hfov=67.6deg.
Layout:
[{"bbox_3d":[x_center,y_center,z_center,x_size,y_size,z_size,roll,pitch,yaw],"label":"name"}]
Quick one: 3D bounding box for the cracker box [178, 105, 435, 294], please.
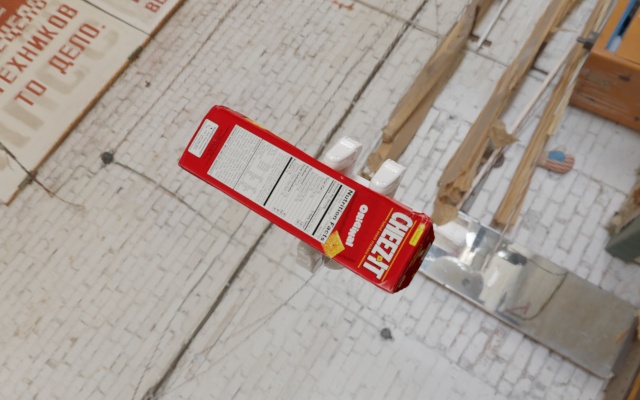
[{"bbox_3d":[0.000,0.002,0.454,0.213,0.072,0.164,29,0,16],"label":"cracker box"}]
